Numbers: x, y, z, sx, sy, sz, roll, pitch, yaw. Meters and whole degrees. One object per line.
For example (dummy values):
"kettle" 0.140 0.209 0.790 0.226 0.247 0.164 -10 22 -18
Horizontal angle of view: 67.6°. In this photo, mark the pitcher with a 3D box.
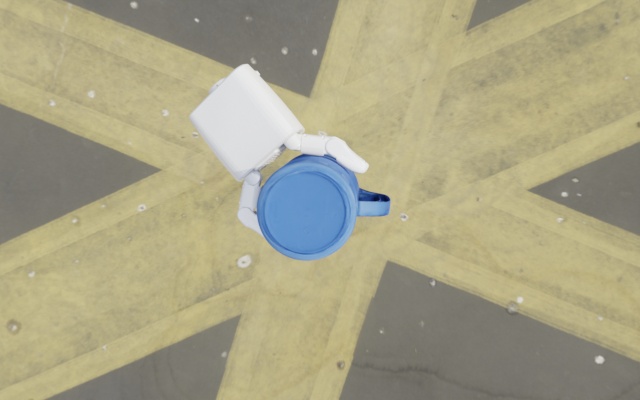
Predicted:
"pitcher" 0.000 0.002 0.619 0.149 0.145 0.243 -39 3 5
